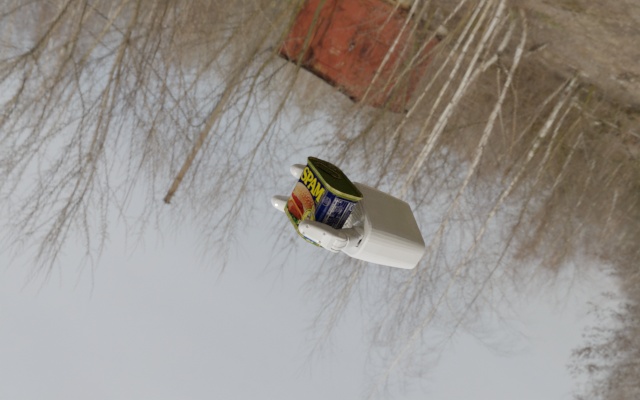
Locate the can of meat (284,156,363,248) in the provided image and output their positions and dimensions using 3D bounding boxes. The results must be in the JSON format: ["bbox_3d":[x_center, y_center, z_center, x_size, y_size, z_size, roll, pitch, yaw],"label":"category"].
[{"bbox_3d":[0.000,0.002,0.641,0.057,0.084,0.102,16,23,-32],"label":"can of meat"}]
